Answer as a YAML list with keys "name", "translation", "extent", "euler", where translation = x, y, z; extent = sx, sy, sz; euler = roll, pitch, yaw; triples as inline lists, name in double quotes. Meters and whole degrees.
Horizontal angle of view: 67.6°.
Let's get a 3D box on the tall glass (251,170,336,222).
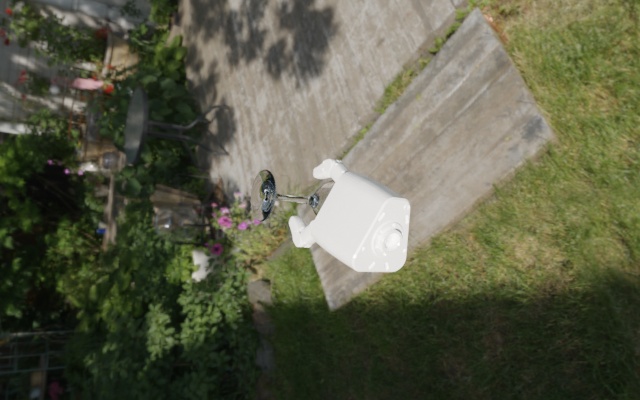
- name: "tall glass"
  translation: [-0.001, 0.002, 0.731]
  extent: [0.201, 0.079, 0.079]
  euler: [6, -4, -34]
